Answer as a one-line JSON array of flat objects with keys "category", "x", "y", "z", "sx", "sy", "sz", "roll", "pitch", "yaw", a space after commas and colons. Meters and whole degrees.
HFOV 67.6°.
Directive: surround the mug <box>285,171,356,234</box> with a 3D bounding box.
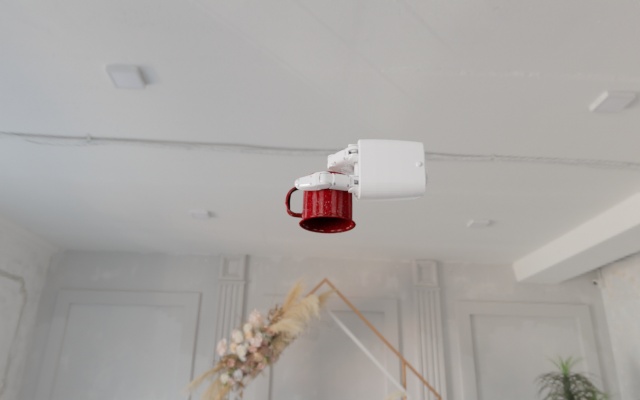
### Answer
[{"category": "mug", "x": -0.001, "y": 0.002, "z": 0.792, "sx": 0.117, "sy": 0.081, "sz": 0.093, "roll": 1, "pitch": -21, "yaw": 0}]
